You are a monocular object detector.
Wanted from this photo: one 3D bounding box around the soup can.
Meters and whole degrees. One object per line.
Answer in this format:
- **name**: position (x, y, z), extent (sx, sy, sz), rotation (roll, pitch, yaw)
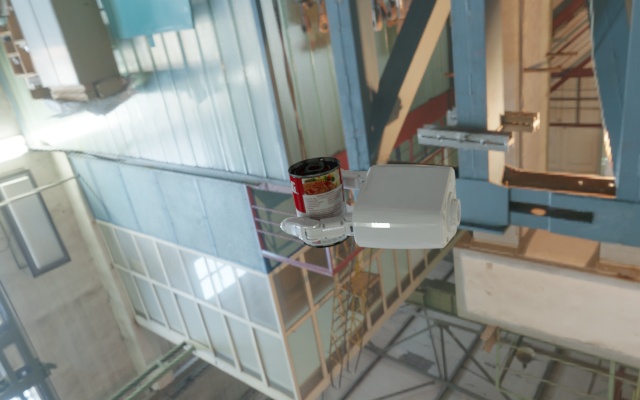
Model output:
- **soup can**: position (0.000, 0.002, 0.624), extent (0.068, 0.102, 0.068), rotation (-9, 23, 4)
